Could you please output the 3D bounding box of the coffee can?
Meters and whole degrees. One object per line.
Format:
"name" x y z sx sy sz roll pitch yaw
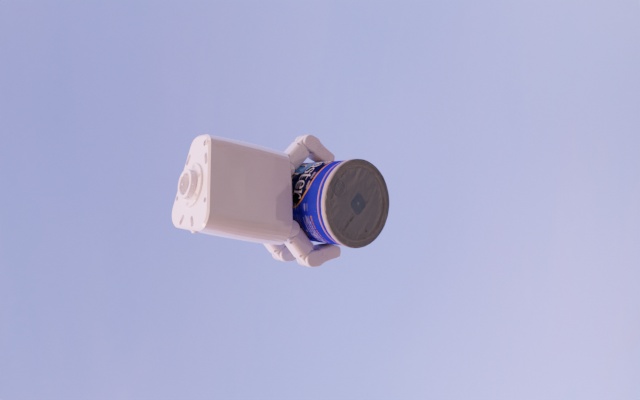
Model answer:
"coffee can" 0.000 0.002 0.597 0.103 0.103 0.140 0 1 -39
